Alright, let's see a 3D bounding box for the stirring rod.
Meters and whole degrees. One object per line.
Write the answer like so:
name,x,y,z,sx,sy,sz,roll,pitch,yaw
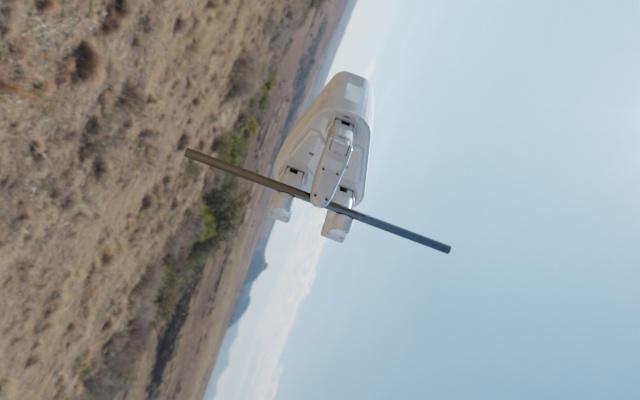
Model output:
stirring rod,0.000,0.001,0.408,0.239,0.011,0.011,20,-2,-4
